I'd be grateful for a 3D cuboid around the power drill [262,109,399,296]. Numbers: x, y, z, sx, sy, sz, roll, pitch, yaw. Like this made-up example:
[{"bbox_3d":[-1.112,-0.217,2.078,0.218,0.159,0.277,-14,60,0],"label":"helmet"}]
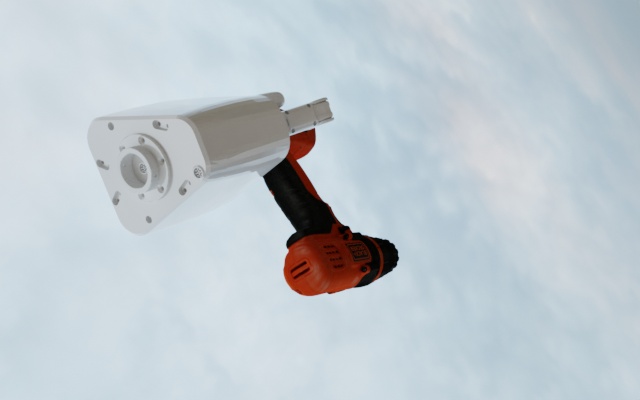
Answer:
[{"bbox_3d":[0.000,0.001,0.478,0.057,0.187,0.184,-37,-19,22],"label":"power drill"}]
